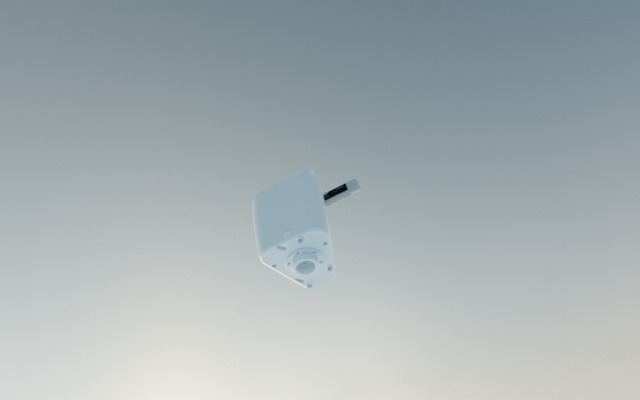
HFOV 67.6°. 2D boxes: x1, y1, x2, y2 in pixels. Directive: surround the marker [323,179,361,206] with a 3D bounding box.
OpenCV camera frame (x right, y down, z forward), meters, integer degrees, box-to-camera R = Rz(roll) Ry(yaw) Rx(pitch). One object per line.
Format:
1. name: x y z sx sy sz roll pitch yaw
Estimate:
1. marker: 0.000 0.002 0.691 0.121 0.020 0.020 -25 -5 10
